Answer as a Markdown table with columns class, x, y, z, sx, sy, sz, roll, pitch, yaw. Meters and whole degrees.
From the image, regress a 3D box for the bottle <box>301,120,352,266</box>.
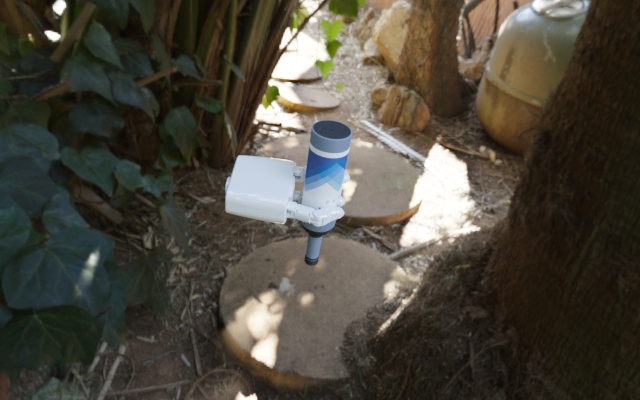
| class | x | y | z | sx | sy | sz | roll | pitch | yaw |
| --- | --- | --- | --- | --- | --- | --- | --- | --- | --- |
| bottle | 0.000 | 0.003 | 0.856 | 0.069 | 0.296 | 0.069 | 6 | 37 | -4 |
